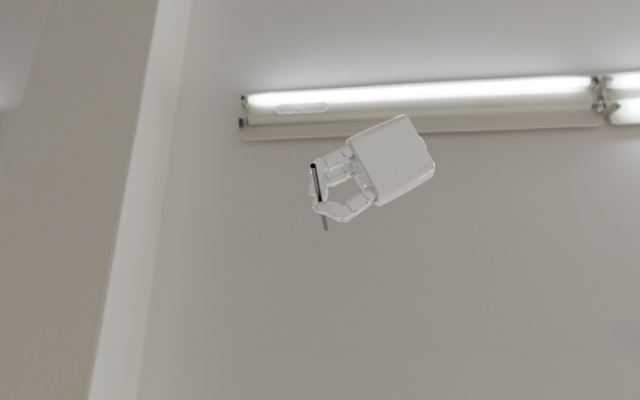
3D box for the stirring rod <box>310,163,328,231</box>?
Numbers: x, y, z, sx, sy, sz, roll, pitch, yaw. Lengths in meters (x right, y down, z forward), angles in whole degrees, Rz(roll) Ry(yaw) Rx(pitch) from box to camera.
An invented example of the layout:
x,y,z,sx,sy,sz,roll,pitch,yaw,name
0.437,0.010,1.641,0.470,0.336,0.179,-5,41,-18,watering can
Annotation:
x,y,z,sx,sy,sz,roll,pitch,yaw,name
0.000,0.002,0.756,0.011,0.011,0.240,0,-24,5,stirring rod
